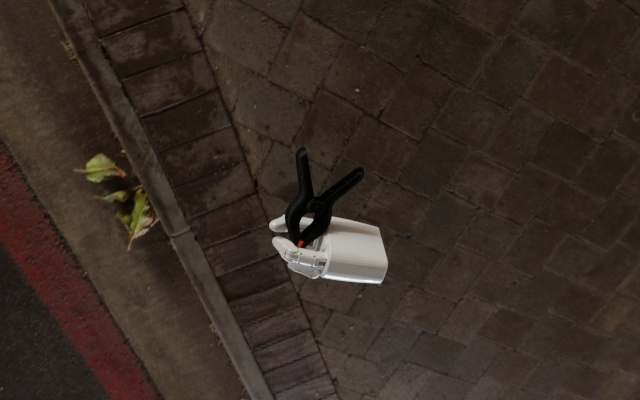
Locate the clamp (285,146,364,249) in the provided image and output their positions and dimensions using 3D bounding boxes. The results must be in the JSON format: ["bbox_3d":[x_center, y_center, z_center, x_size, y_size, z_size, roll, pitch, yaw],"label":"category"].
[{"bbox_3d":[0.000,0.003,0.780,0.120,0.171,0.039,10,21,-15],"label":"clamp"}]
